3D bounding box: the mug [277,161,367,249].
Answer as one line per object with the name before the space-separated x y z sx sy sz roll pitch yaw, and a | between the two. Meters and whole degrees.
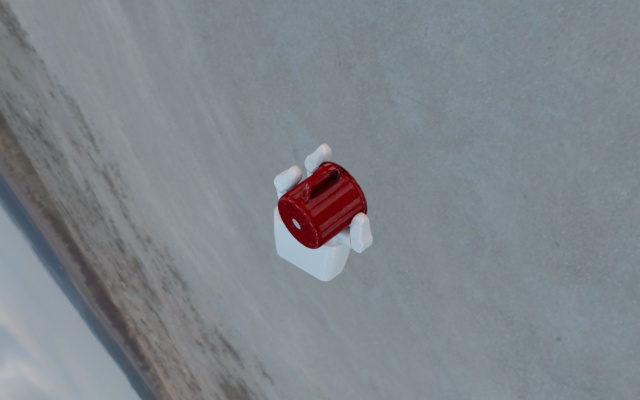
mug | 0.000 0.001 0.605 0.081 0.093 0.117 -36 -27 -27
